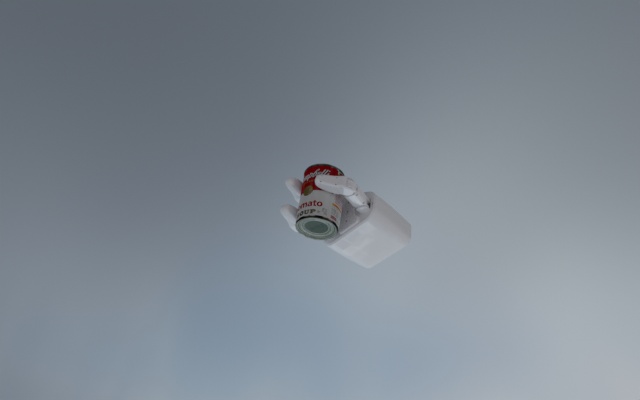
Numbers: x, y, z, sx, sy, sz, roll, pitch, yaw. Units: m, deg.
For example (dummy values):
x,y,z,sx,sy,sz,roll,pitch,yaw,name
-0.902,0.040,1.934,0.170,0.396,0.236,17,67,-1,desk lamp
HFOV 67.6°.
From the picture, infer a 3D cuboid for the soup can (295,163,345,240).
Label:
x,y,z,sx,sy,sz,roll,pitch,yaw,name
0.000,0.002,0.748,0.068,0.102,0.069,6,-34,4,soup can
